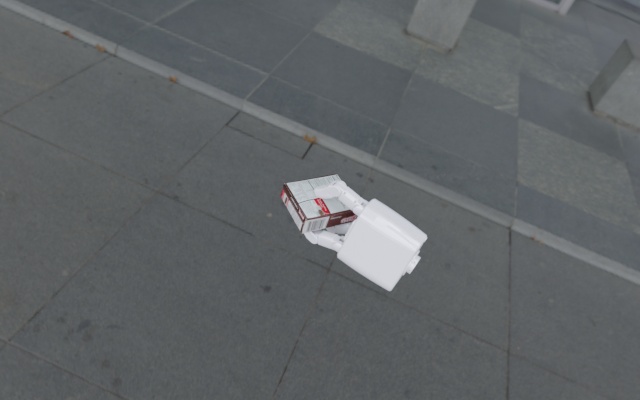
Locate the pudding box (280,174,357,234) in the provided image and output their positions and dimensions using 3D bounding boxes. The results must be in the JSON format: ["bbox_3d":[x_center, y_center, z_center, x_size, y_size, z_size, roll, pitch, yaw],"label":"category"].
[{"bbox_3d":[0.000,0.003,0.826,0.113,0.090,0.039,-10,-40,-30],"label":"pudding box"}]
